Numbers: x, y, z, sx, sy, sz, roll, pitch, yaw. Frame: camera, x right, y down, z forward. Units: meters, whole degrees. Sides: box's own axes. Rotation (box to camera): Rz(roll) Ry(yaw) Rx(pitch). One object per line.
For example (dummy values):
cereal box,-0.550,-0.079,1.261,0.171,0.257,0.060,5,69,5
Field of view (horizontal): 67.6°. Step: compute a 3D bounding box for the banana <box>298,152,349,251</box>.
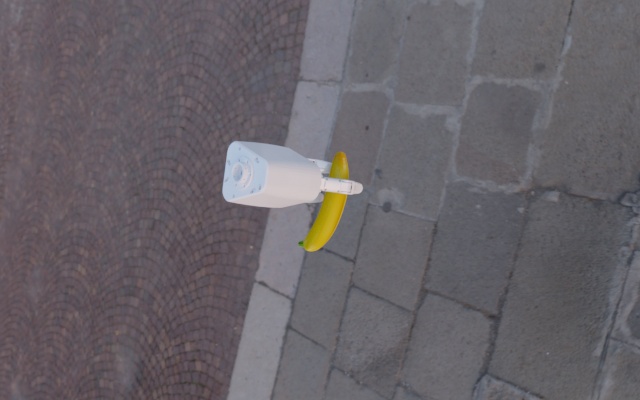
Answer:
banana,0.009,0.016,0.814,0.037,0.198,0.069,4,30,-42
